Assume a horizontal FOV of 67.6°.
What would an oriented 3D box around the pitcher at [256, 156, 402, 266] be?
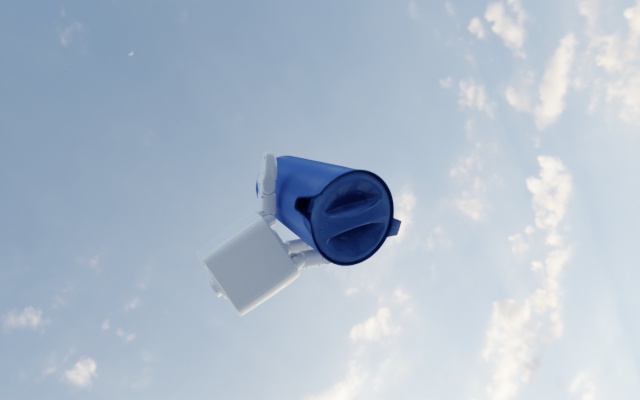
[{"bbox_3d":[0.000,0.002,0.739,0.145,0.149,0.242,-35,27,-17],"label":"pitcher"}]
